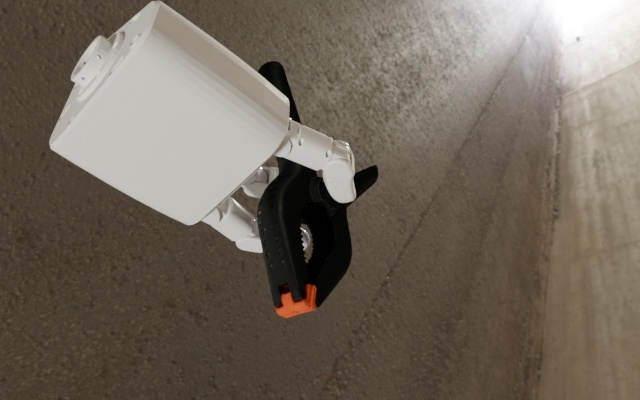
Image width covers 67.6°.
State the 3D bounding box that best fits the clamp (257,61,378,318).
[{"bbox_3d":[0.001,0.001,0.399,0.036,0.209,0.165,-25,-43,33],"label":"clamp"}]
